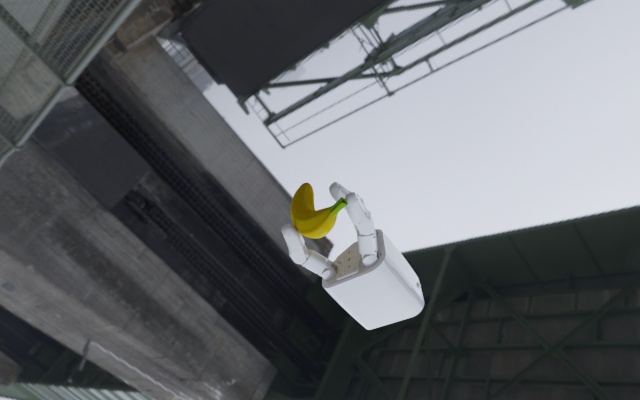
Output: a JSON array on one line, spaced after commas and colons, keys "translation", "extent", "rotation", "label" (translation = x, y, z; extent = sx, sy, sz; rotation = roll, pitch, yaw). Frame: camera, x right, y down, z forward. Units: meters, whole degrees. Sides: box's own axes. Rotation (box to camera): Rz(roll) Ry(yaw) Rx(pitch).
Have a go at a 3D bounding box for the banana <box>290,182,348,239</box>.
[{"translation": [-0.012, 0.016, 0.684], "extent": [0.037, 0.069, 0.197], "rotation": [47, -6, -19], "label": "banana"}]
